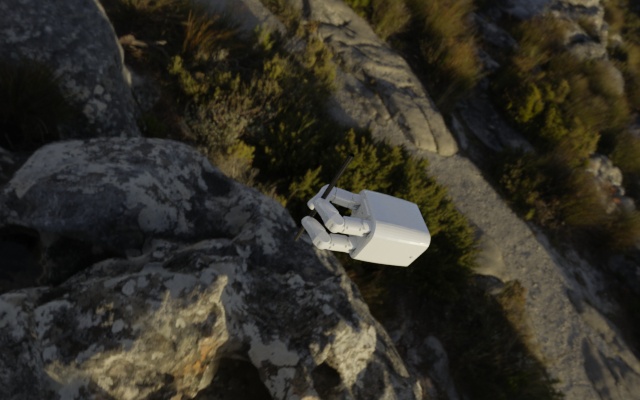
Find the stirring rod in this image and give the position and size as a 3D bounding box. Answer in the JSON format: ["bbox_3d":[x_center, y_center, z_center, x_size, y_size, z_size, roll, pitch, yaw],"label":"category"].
[{"bbox_3d":[0.000,0.003,0.760,0.011,0.011,0.240,0,-33,-26],"label":"stirring rod"}]
